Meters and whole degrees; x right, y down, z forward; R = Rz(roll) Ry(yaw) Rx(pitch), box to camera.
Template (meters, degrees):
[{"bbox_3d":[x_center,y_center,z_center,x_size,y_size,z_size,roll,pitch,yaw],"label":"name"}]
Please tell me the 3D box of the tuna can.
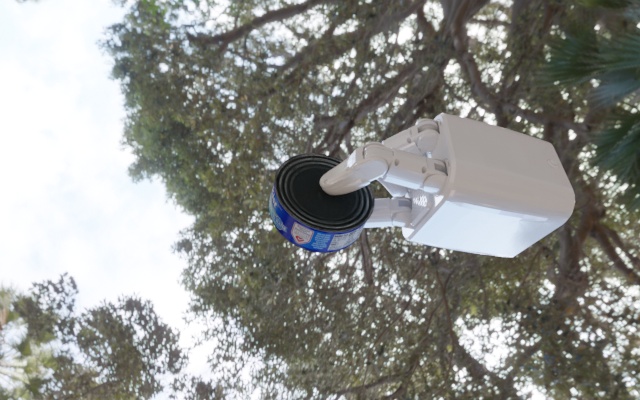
[{"bbox_3d":[0.000,0.002,0.404,0.086,0.086,0.034,0,-40,-20],"label":"tuna can"}]
